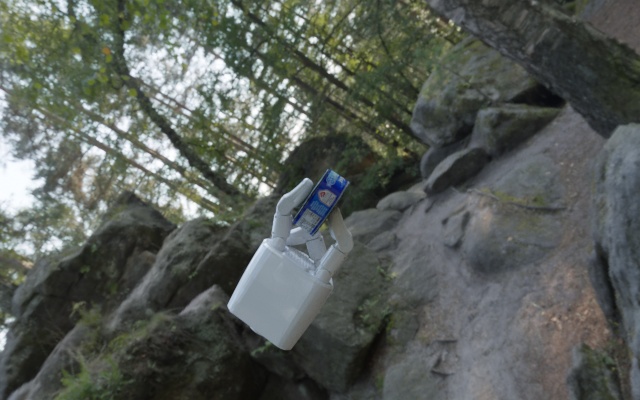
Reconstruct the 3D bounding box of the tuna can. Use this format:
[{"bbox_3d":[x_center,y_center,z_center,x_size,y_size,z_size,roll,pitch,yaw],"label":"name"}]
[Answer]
[{"bbox_3d":[0.000,0.002,0.617,0.034,0.086,0.086,35,-2,-2],"label":"tuna can"}]
